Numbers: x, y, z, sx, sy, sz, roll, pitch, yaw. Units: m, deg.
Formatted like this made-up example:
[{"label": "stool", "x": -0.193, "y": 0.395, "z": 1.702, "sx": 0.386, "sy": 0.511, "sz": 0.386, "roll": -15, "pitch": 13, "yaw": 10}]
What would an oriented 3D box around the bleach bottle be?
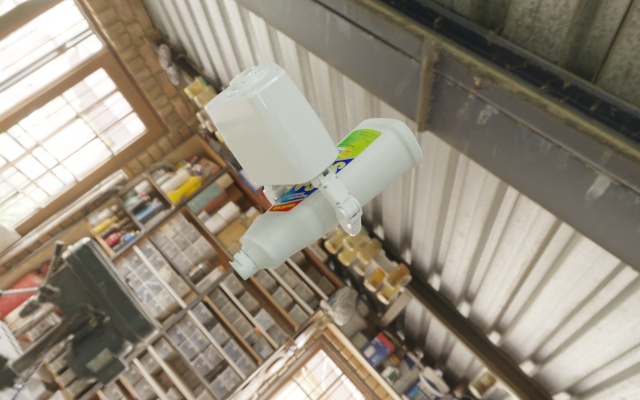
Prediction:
[{"label": "bleach bottle", "x": 0.000, "y": 0.002, "z": 0.567, "sx": 0.251, "sy": 0.068, "sz": 0.102, "roll": -41, "pitch": 26, "yaw": -15}]
